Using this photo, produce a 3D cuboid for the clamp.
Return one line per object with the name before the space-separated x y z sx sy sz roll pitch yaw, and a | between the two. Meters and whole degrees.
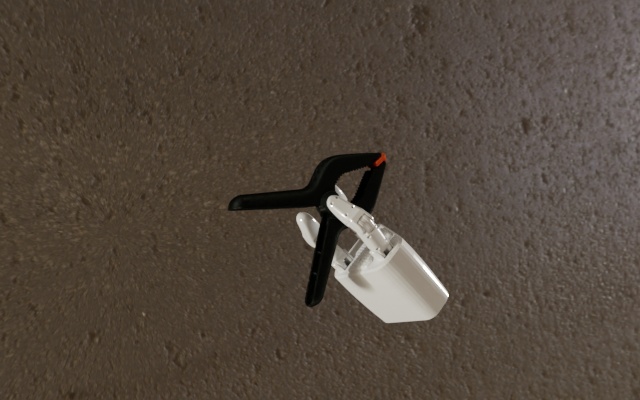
clamp | 0.001 0.002 0.592 0.164 0.210 0.036 47 -19 -17
